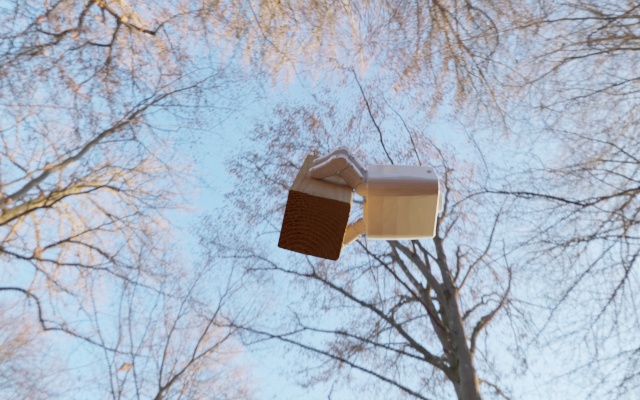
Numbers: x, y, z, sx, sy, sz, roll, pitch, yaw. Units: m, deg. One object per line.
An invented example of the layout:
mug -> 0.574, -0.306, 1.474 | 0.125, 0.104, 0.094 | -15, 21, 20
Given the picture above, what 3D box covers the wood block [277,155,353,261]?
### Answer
wood block -> 0.000, 0.003, 0.746 | 0.090, 0.091, 0.206 | 13, 19, 1
